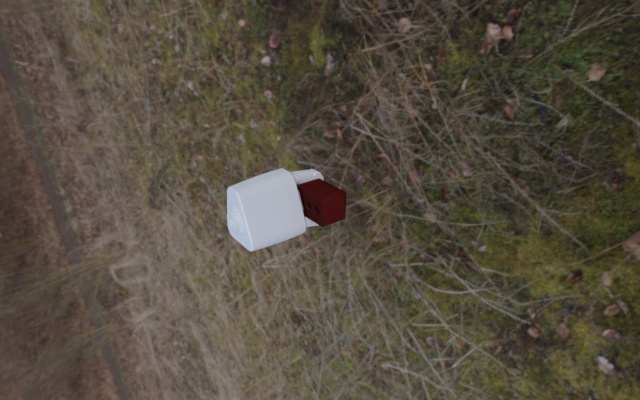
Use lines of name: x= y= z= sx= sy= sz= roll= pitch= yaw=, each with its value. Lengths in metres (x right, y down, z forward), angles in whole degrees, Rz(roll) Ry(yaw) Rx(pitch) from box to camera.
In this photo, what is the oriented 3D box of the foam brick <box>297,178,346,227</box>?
foam brick: x=0.000 y=0.003 z=0.814 sx=0.051 sy=0.053 sz=0.078 roll=-19 pitch=29 yaw=-31
